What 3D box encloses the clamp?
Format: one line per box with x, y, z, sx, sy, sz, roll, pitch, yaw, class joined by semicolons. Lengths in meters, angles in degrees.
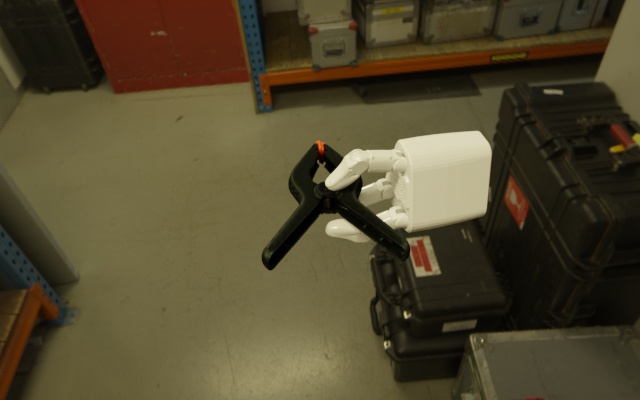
0.000;0.001;0.586;0.164;0.036;0.209;-7;45;-10;clamp
